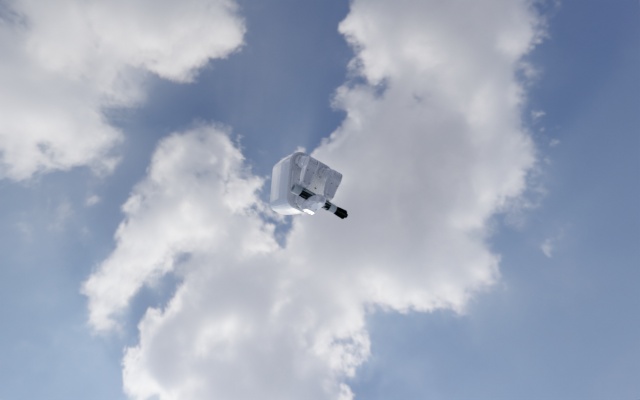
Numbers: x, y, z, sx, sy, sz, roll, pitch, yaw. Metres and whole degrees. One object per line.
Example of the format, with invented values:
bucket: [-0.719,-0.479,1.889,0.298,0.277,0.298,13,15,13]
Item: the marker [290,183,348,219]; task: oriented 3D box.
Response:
marker: [0.000,0.003,0.877,0.121,0.020,0.020,28,-11,-22]
